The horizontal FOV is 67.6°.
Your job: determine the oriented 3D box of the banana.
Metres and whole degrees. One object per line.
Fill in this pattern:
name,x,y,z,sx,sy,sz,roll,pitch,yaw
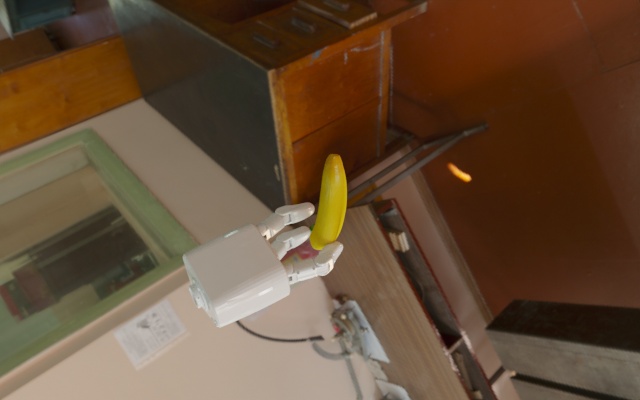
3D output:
banana,0.007,0.019,0.678,0.037,0.069,0.198,-16,-29,-22
